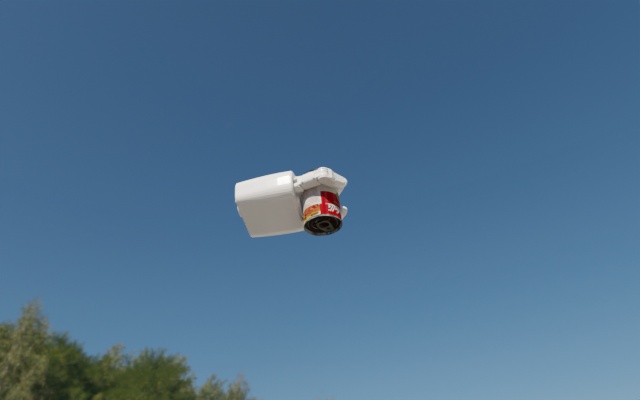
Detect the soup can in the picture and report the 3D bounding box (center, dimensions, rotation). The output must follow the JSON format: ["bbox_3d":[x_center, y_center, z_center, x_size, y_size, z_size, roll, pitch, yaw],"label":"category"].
[{"bbox_3d":[0.001,0.002,0.854,0.068,0.102,0.069,-4,-34,-3],"label":"soup can"}]
